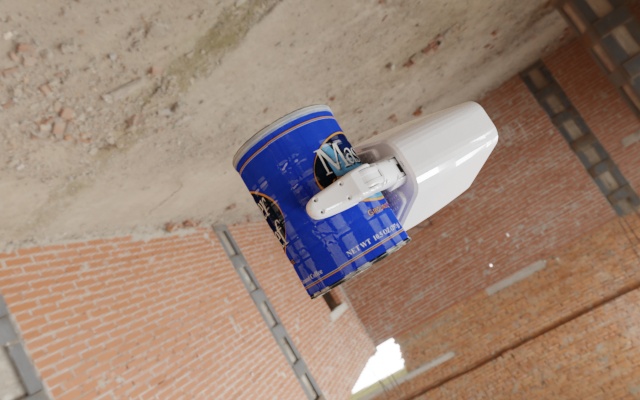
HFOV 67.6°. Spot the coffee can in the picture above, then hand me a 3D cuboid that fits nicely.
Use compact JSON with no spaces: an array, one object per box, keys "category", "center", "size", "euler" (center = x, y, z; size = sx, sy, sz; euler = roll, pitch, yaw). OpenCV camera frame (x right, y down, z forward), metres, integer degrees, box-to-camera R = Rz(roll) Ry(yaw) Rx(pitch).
[{"category":"coffee can","center":[0.000,0.001,0.427],"size":[0.103,0.140,0.103],"euler":[-30,-8,-5]}]
